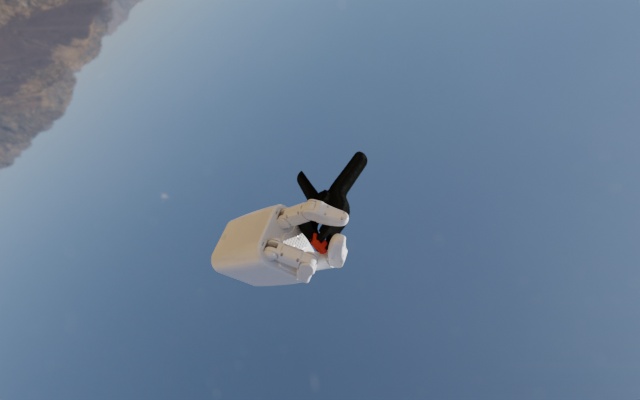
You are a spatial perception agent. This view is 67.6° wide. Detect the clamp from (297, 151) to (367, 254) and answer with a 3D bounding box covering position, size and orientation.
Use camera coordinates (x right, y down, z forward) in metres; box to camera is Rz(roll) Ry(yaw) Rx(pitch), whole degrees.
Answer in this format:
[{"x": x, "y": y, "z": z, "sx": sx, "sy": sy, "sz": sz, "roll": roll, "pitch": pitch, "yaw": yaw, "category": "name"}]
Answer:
[{"x": 0.001, "y": 0.003, "z": 0.701, "sx": 0.120, "sy": 0.171, "sz": 0.039, "roll": -15, "pitch": -50, "yaw": 37, "category": "clamp"}]
